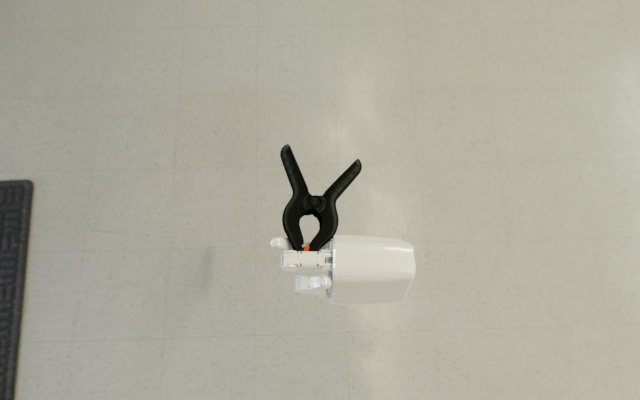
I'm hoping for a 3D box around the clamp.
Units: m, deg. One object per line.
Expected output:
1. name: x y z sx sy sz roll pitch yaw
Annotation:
1. clamp: 0.000 0.002 0.678 0.120 0.171 0.039 1 -16 -1
